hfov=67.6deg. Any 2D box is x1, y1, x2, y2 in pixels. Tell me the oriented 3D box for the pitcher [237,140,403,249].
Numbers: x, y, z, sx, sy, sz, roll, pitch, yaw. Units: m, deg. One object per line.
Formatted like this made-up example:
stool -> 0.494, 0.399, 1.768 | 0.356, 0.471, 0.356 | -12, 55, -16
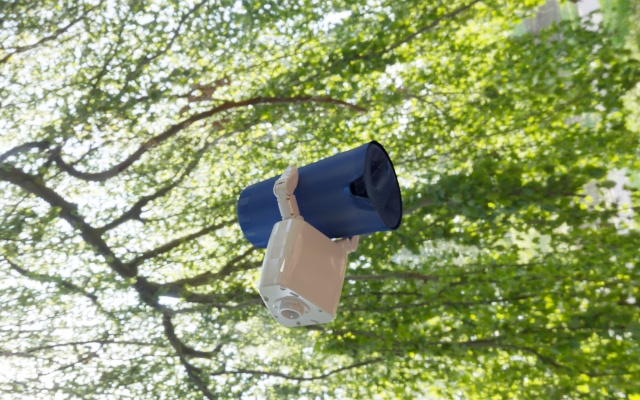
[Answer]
pitcher -> 0.000, 0.003, 0.747 | 0.243, 0.145, 0.149 | -14, -47, 27
